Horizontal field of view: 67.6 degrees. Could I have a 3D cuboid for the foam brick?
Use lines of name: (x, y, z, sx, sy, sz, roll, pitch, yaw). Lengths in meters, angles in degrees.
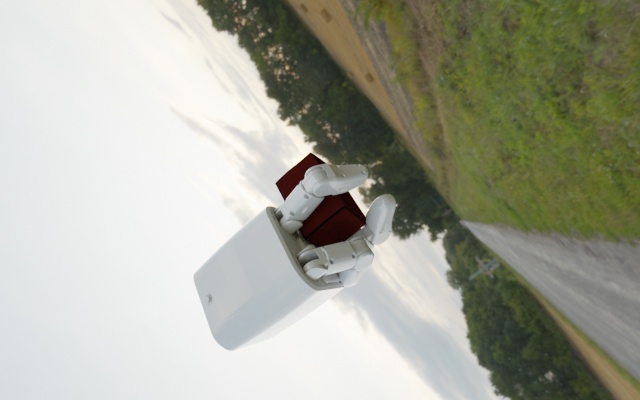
foam brick: (0.000, 0.001, 0.477, 0.051, 0.078, 0.053, -40, -36, 13)
